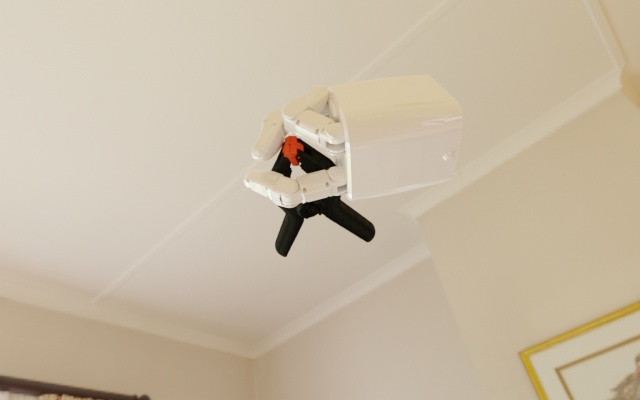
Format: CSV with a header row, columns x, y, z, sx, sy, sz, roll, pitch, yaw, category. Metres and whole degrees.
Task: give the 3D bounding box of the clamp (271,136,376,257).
x,y,z,sx,sy,sz,roll,pitch,yaw,category
0.000,0.001,0.521,0.120,0.039,0.172,-9,-41,-3,clamp
